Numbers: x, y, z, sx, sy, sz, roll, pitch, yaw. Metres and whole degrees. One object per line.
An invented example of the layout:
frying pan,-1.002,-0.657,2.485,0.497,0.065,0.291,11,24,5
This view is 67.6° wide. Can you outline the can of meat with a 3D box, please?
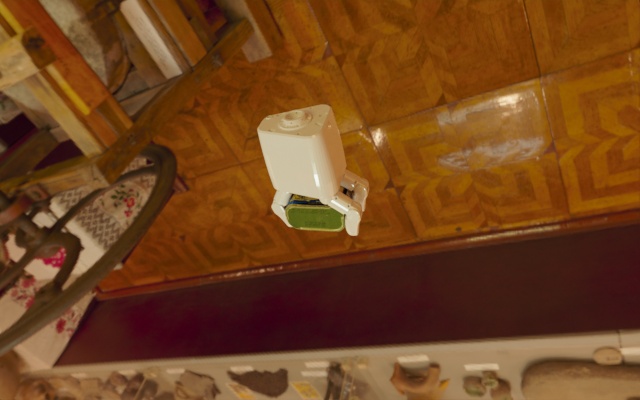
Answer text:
can of meat,0.000,0.003,0.777,0.102,0.057,0.084,2,40,16
